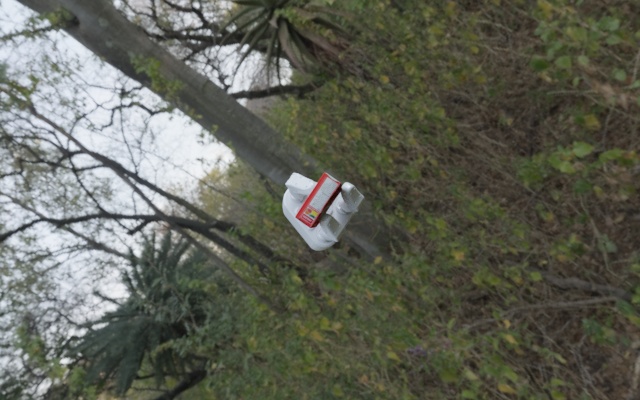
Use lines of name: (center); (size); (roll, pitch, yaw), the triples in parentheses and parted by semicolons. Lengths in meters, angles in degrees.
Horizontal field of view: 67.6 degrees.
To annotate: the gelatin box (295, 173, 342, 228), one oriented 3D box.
gelatin box: (0.000, 0.002, 0.674); (0.030, 0.073, 0.089); (34, 0, 5)
